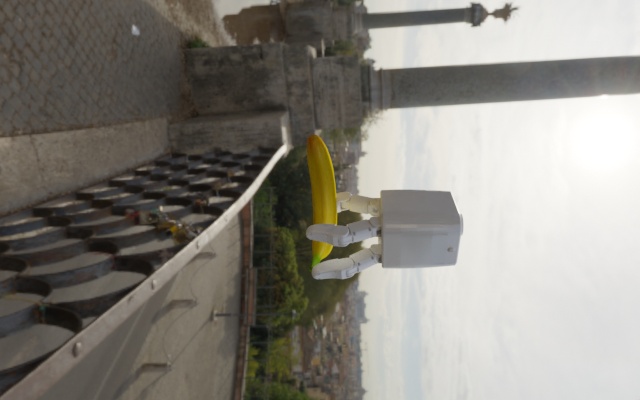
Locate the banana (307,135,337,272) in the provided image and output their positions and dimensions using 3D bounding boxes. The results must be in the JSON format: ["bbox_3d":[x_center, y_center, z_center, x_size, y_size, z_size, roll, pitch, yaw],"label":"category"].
[{"bbox_3d":[0.003,0.000,0.683,0.037,0.198,0.069,1,16,9],"label":"banana"}]
